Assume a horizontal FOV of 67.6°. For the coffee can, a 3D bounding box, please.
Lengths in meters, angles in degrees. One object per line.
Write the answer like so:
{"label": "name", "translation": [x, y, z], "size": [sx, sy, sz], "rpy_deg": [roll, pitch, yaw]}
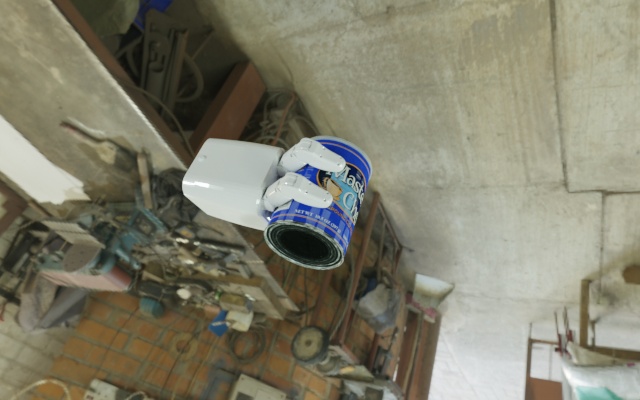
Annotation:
{"label": "coffee can", "translation": [0.000, 0.002, 0.612], "size": [0.103, 0.140, 0.103], "rpy_deg": [14, -34, 10]}
